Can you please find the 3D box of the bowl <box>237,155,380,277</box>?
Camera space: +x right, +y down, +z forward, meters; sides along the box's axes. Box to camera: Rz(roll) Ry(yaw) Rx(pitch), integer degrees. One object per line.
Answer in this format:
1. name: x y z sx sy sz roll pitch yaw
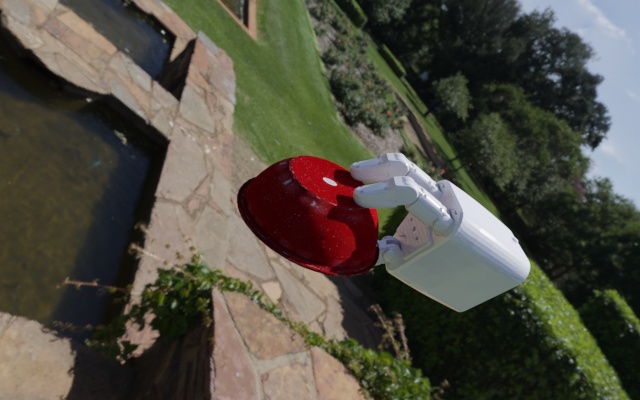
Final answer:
1. bowl: -0.001 0.001 0.485 0.162 0.055 0.162 21 28 -12
